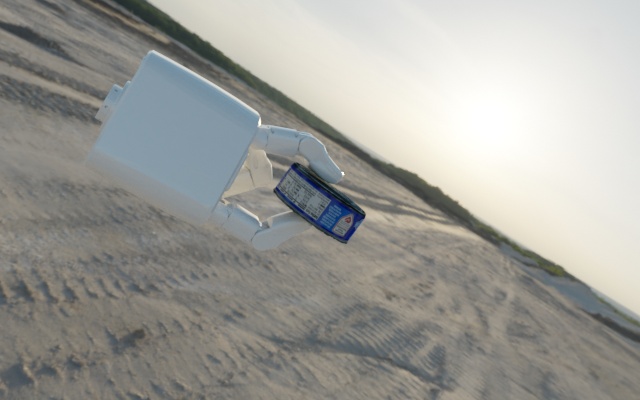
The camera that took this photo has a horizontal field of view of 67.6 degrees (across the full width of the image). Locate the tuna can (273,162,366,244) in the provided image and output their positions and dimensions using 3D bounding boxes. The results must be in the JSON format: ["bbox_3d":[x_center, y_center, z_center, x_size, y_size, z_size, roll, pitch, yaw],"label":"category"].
[{"bbox_3d":[0.000,0.001,0.445,0.086,0.034,0.086,36,5,-4],"label":"tuna can"}]
